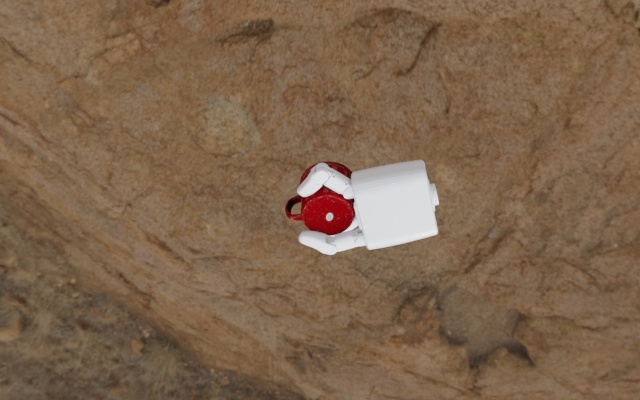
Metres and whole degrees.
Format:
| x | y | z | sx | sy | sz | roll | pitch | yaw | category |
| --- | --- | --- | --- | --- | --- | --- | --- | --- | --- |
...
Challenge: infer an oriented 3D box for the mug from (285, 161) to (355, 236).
| x | y | z | sx | sy | sz | roll | pitch | yaw | category |
| --- | --- | --- | --- | --- | --- | --- | --- | --- | --- |
| -0.001 | 0.003 | 0.741 | 0.117 | 0.093 | 0.081 | -12 | 36 | 11 | mug |
